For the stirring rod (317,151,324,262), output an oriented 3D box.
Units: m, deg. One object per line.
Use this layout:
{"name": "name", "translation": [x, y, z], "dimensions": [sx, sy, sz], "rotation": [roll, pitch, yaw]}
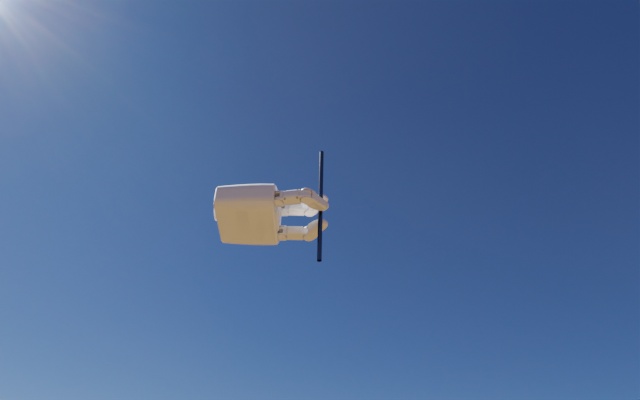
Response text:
{"name": "stirring rod", "translation": [0.000, 0.003, 0.865], "dimensions": [0.011, 0.239, 0.011], "rotation": [1, -36, 1]}
